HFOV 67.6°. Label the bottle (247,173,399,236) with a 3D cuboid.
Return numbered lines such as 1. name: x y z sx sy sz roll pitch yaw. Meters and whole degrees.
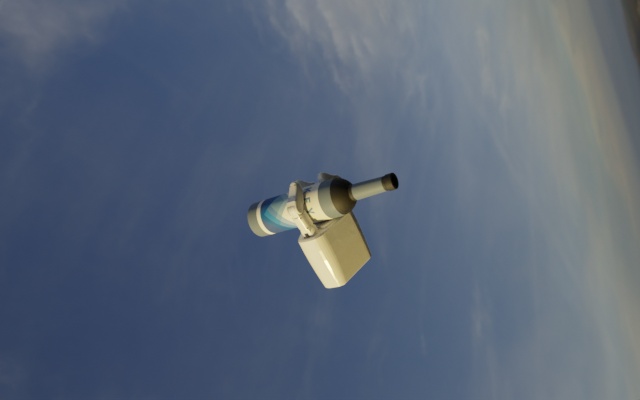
1. bottle: 0.000 0.003 0.838 0.296 0.069 0.069 -16 -9 34
